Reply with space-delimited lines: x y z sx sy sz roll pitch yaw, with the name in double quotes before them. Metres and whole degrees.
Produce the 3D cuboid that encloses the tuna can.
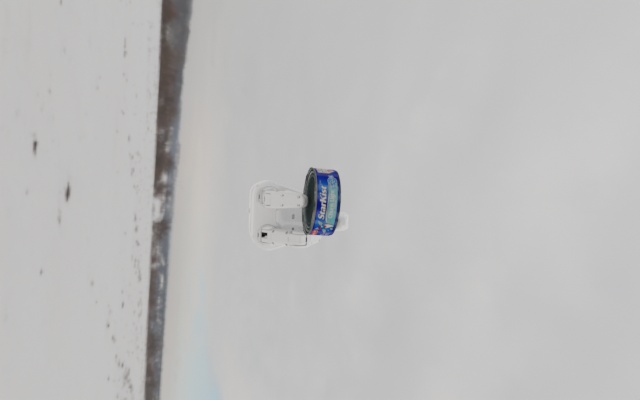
"tuna can" 0.001 0.002 0.604 0.034 0.086 0.086 4 -1 -11
